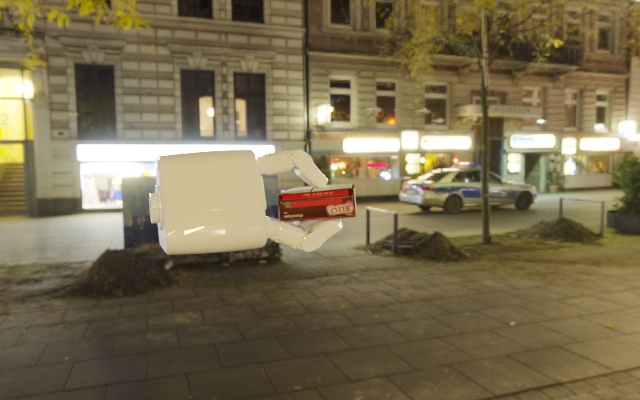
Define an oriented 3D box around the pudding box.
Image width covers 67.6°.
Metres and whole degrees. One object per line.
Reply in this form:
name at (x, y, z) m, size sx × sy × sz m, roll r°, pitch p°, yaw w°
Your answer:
pudding box at (0.000, 0.002, 0.598) m, size 0.090 × 0.039 × 0.113 m, roll -3°, pitch 6°, yaw 5°
